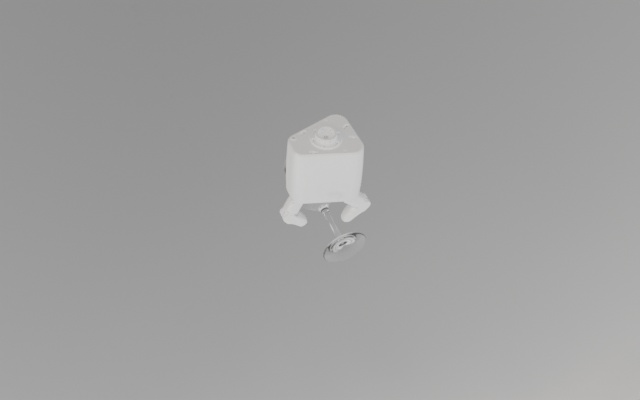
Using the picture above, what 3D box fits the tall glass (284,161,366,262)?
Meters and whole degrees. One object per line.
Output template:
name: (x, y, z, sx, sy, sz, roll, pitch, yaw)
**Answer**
tall glass: (0.000, 0.003, 0.812, 0.079, 0.201, 0.079, -18, -36, -14)
